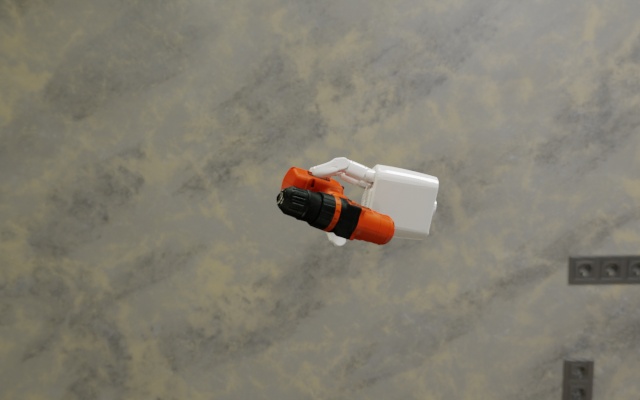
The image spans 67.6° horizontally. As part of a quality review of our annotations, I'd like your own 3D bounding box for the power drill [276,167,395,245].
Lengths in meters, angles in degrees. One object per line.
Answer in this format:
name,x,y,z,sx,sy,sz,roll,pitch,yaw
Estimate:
power drill,0.000,0.002,0.729,0.184,0.057,0.187,20,11,-25
